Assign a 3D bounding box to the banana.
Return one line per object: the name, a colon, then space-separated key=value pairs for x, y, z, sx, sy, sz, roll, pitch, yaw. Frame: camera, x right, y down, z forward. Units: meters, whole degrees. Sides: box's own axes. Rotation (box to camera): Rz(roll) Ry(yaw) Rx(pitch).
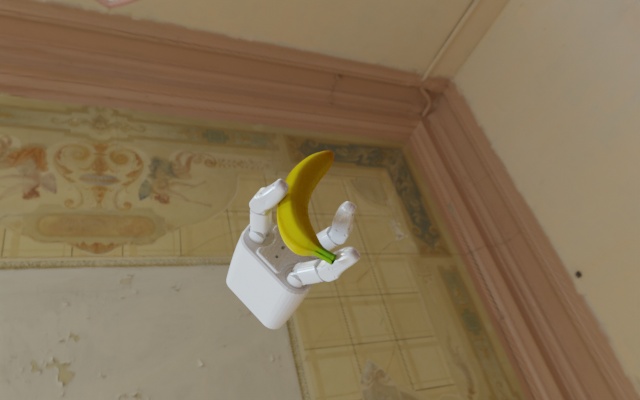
banana: x=-0.018 y=0.000 z=0.587 sx=0.069 sy=0.197 sz=0.037 roll=14 pitch=-47 yaw=-12
